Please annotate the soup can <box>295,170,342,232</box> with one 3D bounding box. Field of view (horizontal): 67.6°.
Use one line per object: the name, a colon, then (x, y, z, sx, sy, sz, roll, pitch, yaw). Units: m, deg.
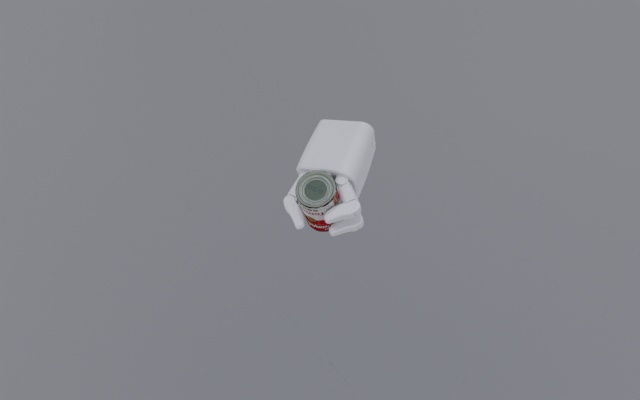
soup can: (0.000, 0.003, 0.789, 0.068, 0.068, 0.102, 0, -25, 9)
